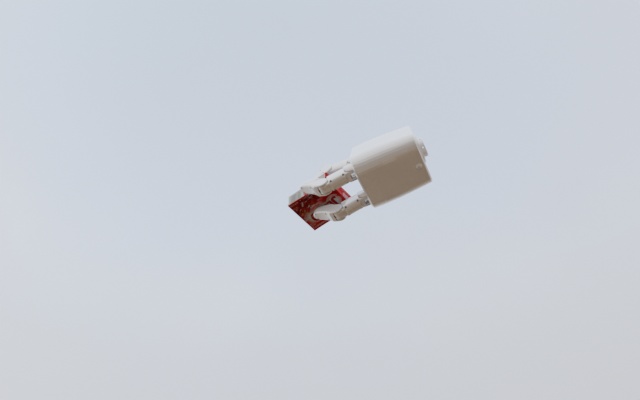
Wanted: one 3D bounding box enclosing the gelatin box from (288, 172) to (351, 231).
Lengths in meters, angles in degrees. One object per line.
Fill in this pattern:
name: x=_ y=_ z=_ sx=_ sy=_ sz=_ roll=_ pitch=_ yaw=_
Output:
gelatin box: x=0.000 y=0.003 z=0.825 sx=0.089 sy=0.030 sz=0.073 roll=-33 pitch=-59 yaw=23
